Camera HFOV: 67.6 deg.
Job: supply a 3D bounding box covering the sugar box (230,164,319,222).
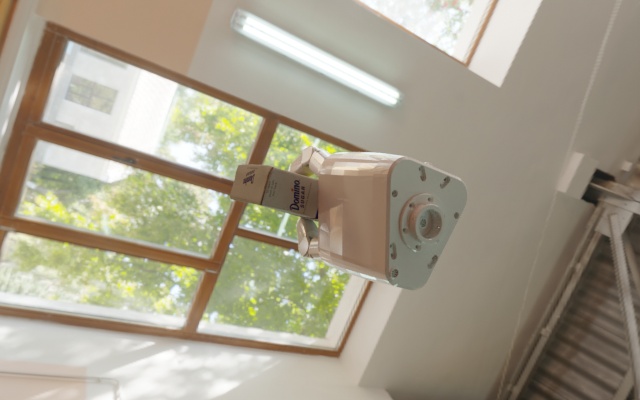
[{"bbox_3d":[0.000,0.001,0.526,0.176,0.048,0.093,18,-5,-30],"label":"sugar box"}]
